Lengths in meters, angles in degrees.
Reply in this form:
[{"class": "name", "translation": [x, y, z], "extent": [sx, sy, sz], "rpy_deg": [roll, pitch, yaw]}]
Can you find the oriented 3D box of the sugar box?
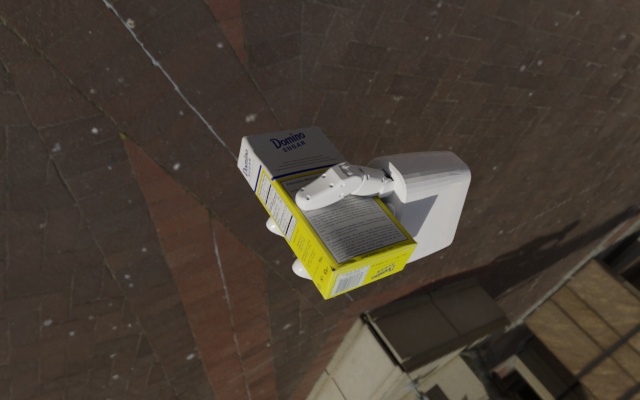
[{"class": "sugar box", "translation": [0.000, 0.002, 0.456], "extent": [0.093, 0.048, 0.176], "rpy_deg": [-13, 49, -32]}]
